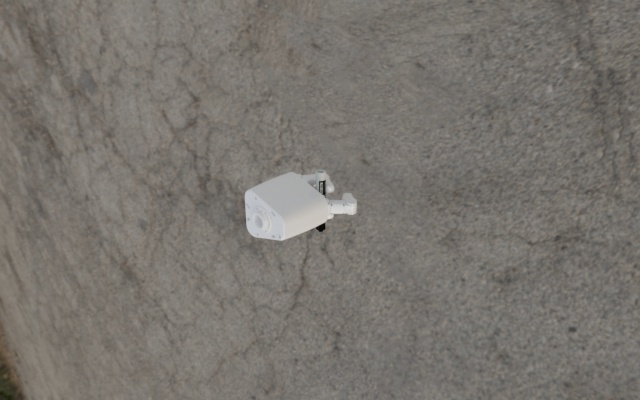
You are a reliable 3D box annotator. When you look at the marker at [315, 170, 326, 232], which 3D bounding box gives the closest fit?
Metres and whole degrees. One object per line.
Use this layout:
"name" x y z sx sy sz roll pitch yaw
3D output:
"marker" 0.000 0.003 0.875 0.020 0.121 0.020 0 25 0
